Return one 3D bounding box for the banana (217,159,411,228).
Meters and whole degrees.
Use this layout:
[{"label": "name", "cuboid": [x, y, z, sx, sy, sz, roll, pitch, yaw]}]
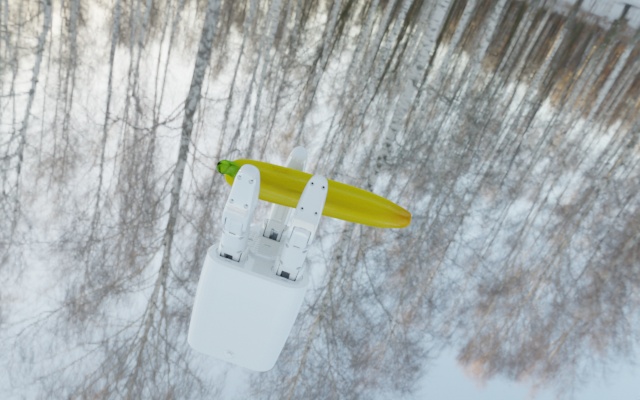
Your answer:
[{"label": "banana", "cuboid": [-0.009, -0.005, 0.461, 0.198, 0.037, 0.069, 14, 12, -22]}]
